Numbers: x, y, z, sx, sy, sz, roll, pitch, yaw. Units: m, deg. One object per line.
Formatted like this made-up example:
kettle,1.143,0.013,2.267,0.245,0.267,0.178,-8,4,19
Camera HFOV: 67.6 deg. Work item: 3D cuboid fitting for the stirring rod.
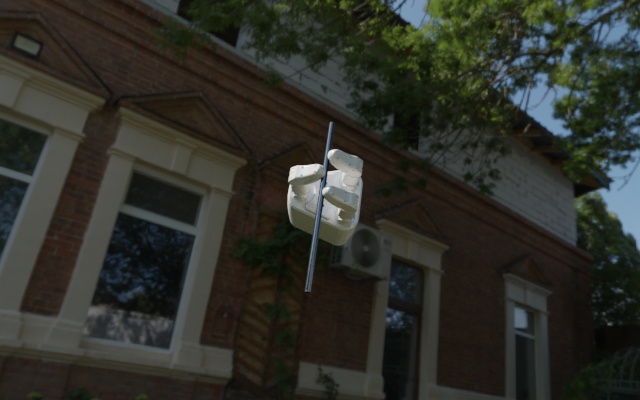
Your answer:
stirring rod,0.000,0.002,0.632,0.011,0.239,0.011,7,-21,3
